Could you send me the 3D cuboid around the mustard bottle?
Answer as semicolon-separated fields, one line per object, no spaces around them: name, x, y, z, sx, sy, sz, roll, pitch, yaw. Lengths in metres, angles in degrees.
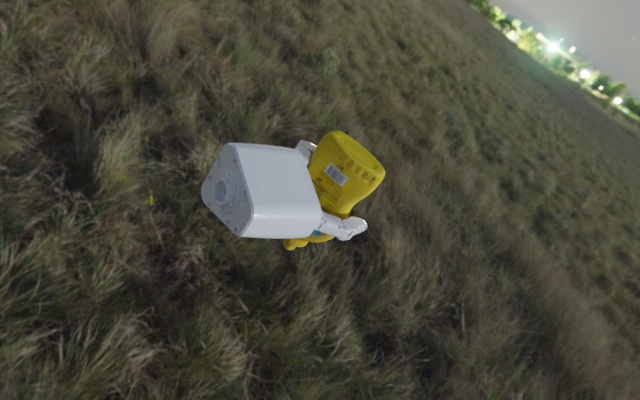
mustard bottle;0.000;0.002;0.675;0.096;0.192;0.058;42;29;10
